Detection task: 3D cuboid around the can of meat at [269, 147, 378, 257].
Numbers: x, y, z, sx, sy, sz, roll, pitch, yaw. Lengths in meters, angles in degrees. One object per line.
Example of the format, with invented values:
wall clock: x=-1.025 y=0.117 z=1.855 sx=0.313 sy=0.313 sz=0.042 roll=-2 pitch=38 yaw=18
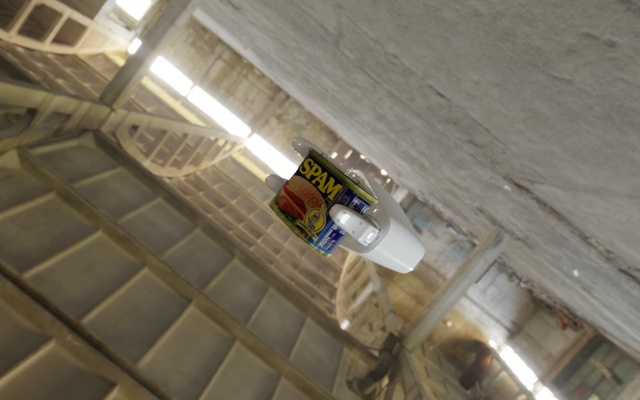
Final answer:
can of meat: x=0.000 y=0.002 z=0.541 sx=0.057 sy=0.084 sz=0.102 roll=32 pitch=9 yaw=-49
